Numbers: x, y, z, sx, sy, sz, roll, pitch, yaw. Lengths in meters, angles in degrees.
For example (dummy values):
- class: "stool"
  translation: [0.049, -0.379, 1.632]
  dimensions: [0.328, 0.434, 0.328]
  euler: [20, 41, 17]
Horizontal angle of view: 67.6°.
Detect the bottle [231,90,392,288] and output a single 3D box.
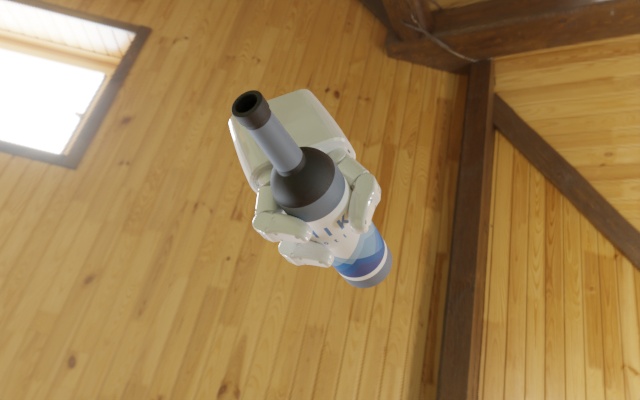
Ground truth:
- class: "bottle"
  translation: [0.000, 0.002, 0.477]
  dimensions: [0.069, 0.069, 0.296]
  euler: [0, -31, 27]
